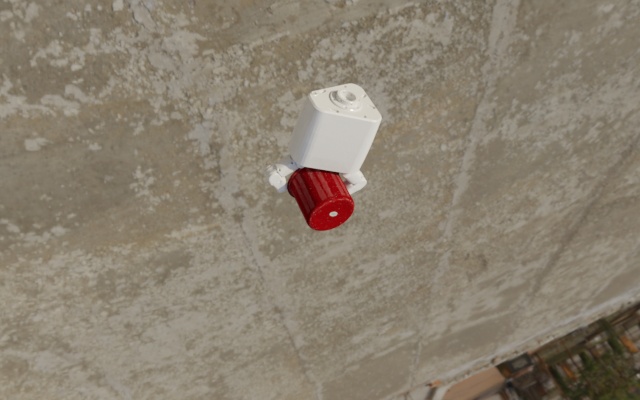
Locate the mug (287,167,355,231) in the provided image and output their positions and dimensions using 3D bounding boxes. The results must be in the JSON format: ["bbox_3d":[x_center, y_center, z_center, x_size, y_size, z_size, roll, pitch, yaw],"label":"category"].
[{"bbox_3d":[0.000,0.004,0.775,0.093,0.081,0.117,-8,-39,-26],"label":"mug"}]
